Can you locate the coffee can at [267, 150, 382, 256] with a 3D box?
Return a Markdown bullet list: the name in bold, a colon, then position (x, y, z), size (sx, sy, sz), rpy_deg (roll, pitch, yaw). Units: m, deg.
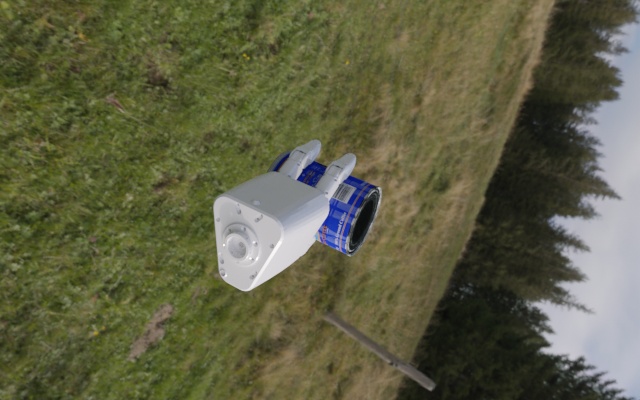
- **coffee can**: position (0.000, 0.002, 0.664), size (0.140, 0.103, 0.103), rpy_deg (24, 8, 19)
